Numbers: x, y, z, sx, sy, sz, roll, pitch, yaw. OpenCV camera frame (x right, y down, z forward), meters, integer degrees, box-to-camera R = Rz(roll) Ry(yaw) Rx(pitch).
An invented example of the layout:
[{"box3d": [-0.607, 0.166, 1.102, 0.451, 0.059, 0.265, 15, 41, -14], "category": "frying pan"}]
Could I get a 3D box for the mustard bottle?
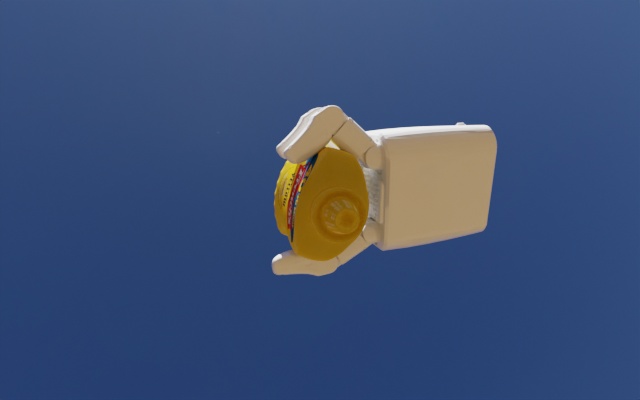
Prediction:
[{"box3d": [0.000, 0.001, 0.420, 0.058, 0.096, 0.191, 17, 4, -14], "category": "mustard bottle"}]
